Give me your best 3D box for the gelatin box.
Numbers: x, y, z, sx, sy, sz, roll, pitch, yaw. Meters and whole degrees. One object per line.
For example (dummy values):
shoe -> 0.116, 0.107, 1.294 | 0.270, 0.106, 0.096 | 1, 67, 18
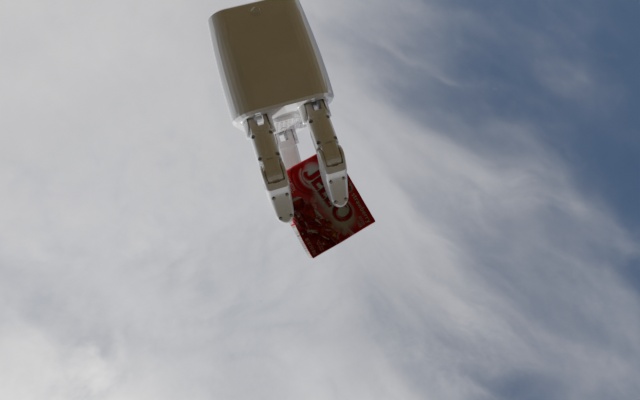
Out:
gelatin box -> 0.000, 0.002, 0.474 | 0.073, 0.089, 0.030 | -30, 0, -10
